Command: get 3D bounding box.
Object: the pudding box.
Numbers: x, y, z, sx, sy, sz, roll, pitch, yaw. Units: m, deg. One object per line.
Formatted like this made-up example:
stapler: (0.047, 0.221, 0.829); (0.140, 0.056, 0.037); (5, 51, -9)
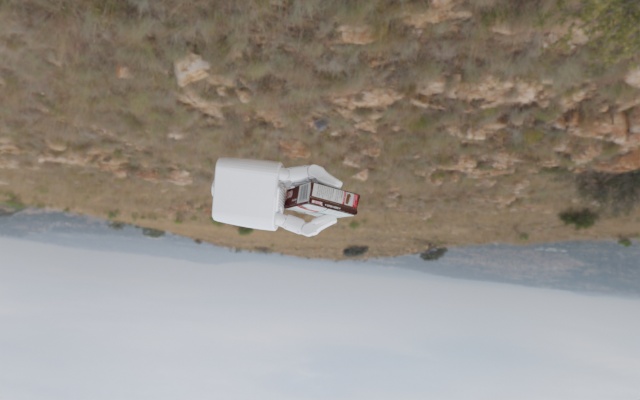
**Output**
pudding box: (0.000, 0.003, 0.795); (0.090, 0.039, 0.113); (14, -9, -22)
